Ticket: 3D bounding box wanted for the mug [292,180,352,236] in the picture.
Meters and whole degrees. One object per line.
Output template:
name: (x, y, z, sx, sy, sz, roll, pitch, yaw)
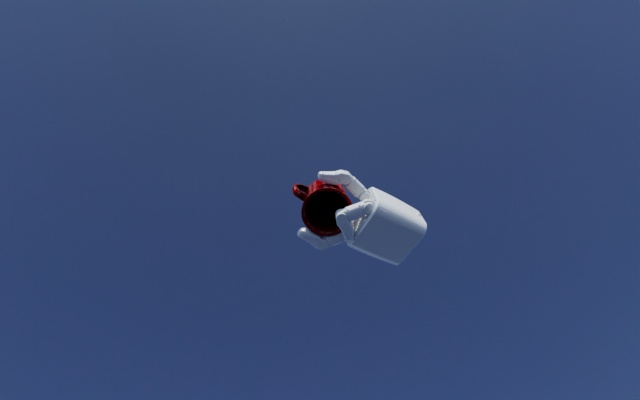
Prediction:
mug: (-0.001, 0.002, 0.880, 0.117, 0.093, 0.081, 26, 17, -11)
